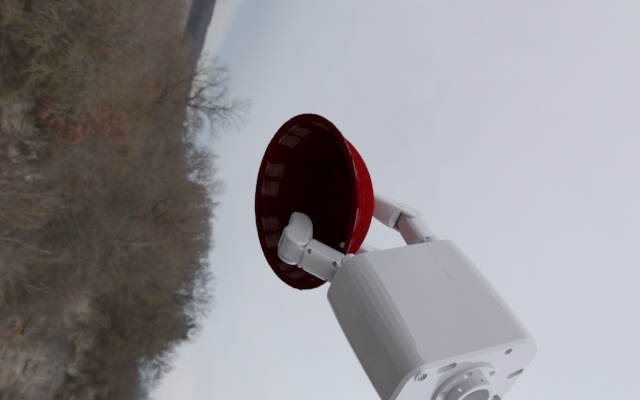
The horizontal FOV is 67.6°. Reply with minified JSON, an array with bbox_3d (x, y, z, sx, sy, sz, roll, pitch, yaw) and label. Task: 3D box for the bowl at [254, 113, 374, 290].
[{"bbox_3d":[0.000,0.001,0.455,0.055,0.162,0.162,2,-1,-38],"label":"bowl"}]
